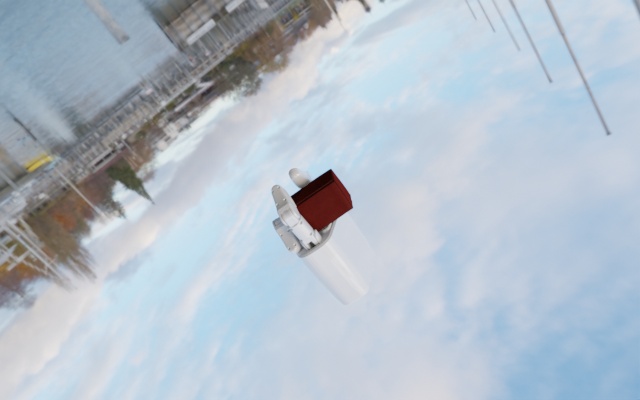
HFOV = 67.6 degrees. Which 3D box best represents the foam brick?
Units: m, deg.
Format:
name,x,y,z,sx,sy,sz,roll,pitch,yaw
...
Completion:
name,x,y,z,sx,sy,sz,roll,pitch,yaw
foam brick,0.000,0.002,0.672,0.078,0.051,0.053,-34,19,12
